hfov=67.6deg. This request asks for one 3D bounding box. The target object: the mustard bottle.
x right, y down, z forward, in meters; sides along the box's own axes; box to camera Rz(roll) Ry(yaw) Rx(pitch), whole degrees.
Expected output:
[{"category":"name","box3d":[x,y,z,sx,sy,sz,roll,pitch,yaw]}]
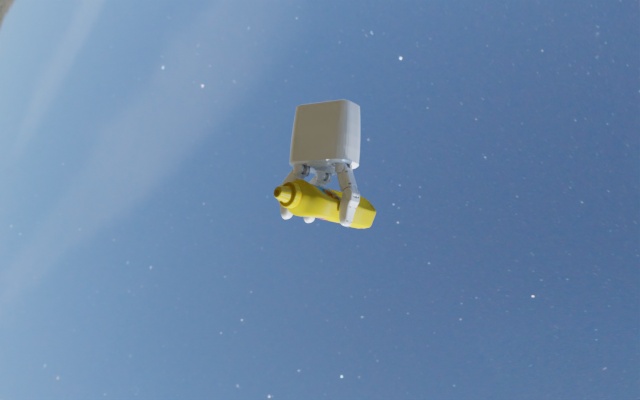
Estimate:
[{"category":"mustard bottle","box3d":[0.000,0.003,0.794,0.192,0.058,0.096,14,10,-45]}]
